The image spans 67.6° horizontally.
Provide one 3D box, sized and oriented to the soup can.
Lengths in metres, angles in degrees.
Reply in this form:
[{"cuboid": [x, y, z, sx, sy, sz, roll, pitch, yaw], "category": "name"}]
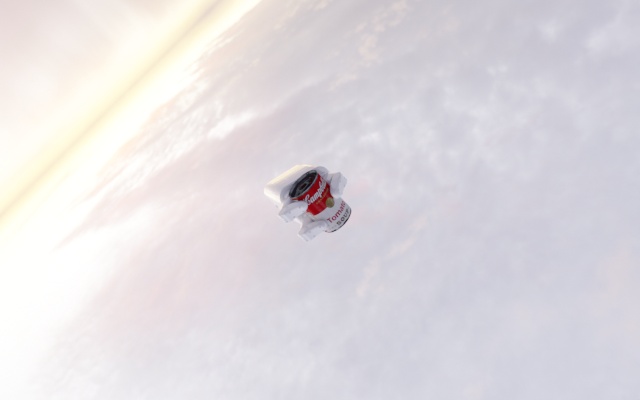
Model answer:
[{"cuboid": [0.001, 0.003, 0.871, 0.102, 0.068, 0.068, 46, -23, -24], "category": "soup can"}]
